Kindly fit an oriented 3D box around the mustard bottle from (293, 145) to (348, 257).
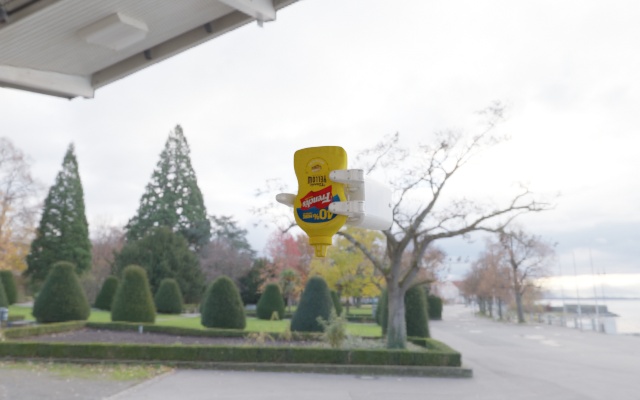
[{"bbox_3d":[0.000,0.002,0.835,0.096,0.191,0.058,-3,-12,14],"label":"mustard bottle"}]
